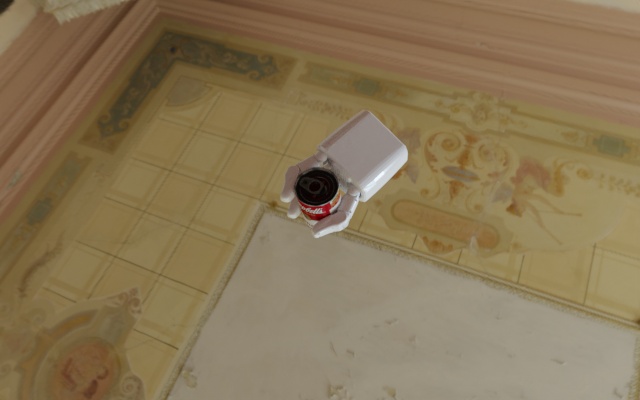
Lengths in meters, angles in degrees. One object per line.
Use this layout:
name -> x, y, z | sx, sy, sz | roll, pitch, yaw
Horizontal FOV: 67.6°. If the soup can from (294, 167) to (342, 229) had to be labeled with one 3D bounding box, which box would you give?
soup can -> 0.000, 0.003, 0.758 | 0.068, 0.068, 0.102 | 0, -29, 8
